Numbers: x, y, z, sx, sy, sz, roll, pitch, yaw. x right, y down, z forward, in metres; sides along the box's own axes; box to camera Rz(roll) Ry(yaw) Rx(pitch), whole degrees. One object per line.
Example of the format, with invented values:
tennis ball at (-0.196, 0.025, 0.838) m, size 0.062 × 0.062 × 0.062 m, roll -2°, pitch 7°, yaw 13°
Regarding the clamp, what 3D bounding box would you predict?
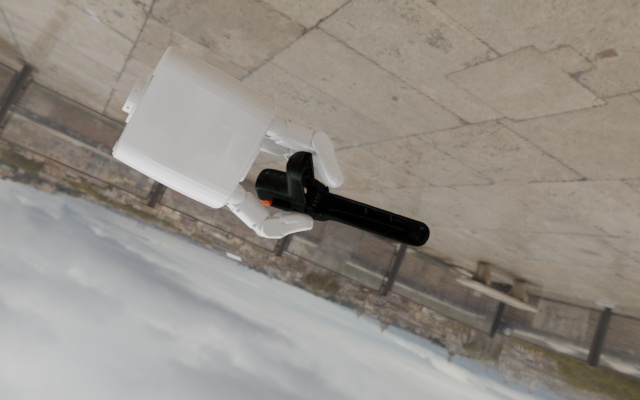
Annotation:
clamp at (-0.001, 0.002, 0.495) m, size 0.164 × 0.036 × 0.210 m, roll 29°, pitch -12°, yaw -25°
